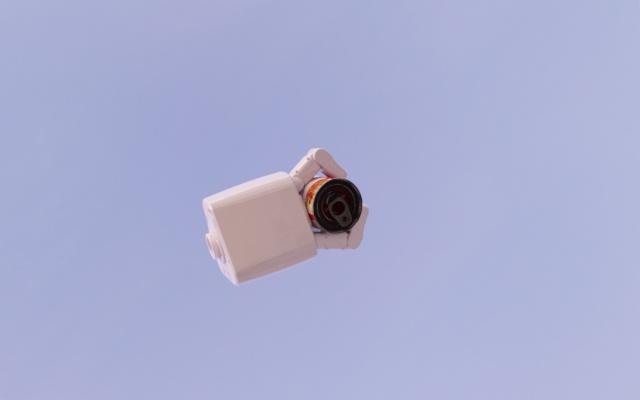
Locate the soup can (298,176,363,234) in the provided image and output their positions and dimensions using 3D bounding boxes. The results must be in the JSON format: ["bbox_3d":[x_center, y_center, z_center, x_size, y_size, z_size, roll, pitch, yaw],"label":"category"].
[{"bbox_3d":[0.000,0.002,0.619,0.068,0.068,0.102,0,6,-25],"label":"soup can"}]
